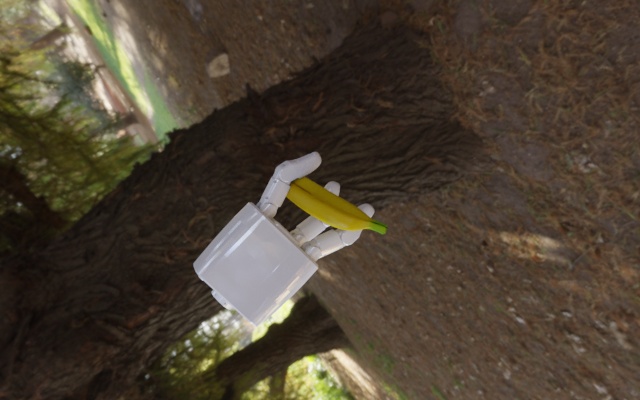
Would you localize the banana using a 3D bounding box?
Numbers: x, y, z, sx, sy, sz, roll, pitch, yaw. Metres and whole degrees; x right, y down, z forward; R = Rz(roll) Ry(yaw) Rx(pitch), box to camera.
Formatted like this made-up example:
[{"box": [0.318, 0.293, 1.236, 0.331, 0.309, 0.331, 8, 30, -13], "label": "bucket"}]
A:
[{"box": [-0.009, -0.003, 0.599, 0.197, 0.037, 0.070, 32, 2, 42], "label": "banana"}]
